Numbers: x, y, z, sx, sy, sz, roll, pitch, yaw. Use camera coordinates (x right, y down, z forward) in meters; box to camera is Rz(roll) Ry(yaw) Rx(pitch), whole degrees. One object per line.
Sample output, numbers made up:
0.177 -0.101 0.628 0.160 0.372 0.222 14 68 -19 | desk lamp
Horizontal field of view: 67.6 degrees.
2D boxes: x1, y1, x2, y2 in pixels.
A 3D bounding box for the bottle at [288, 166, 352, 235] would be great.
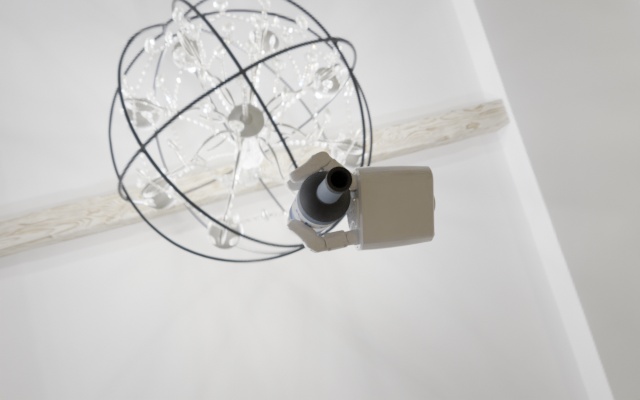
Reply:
0.000 0.002 0.637 0.069 0.069 0.296 0 -10 -8 | bottle
